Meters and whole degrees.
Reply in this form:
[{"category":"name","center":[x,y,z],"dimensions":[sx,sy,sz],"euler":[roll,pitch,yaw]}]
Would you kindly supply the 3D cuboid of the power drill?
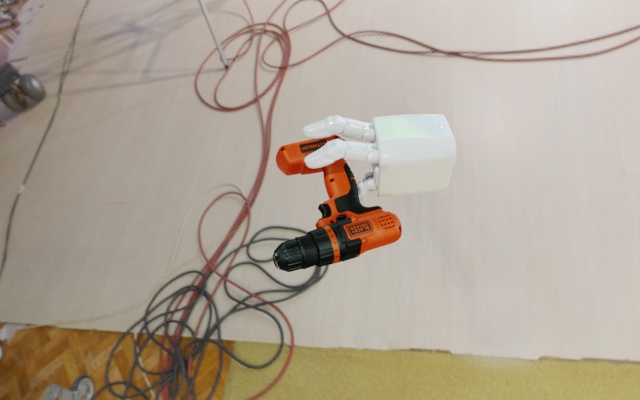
[{"category":"power drill","center":[0.000,0.002,0.677],"dimensions":[0.184,0.187,0.057],"euler":[-13,-28,-19]}]
